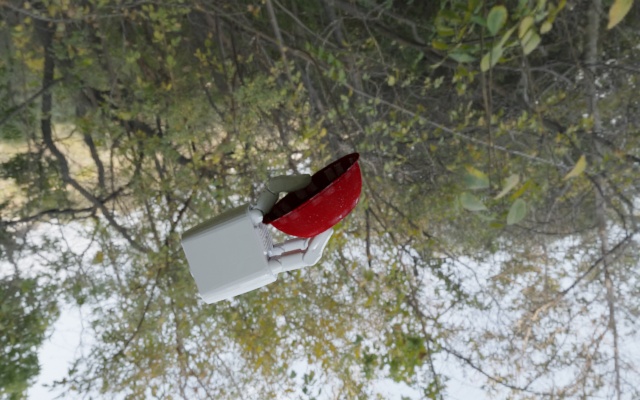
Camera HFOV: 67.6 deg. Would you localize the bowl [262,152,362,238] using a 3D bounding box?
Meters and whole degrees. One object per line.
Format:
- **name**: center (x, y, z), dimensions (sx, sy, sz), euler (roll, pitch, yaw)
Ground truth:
- **bowl**: center (0.001, 0.002, 0.653), dimensions (0.162, 0.055, 0.162), euler (-35, 11, 7)
